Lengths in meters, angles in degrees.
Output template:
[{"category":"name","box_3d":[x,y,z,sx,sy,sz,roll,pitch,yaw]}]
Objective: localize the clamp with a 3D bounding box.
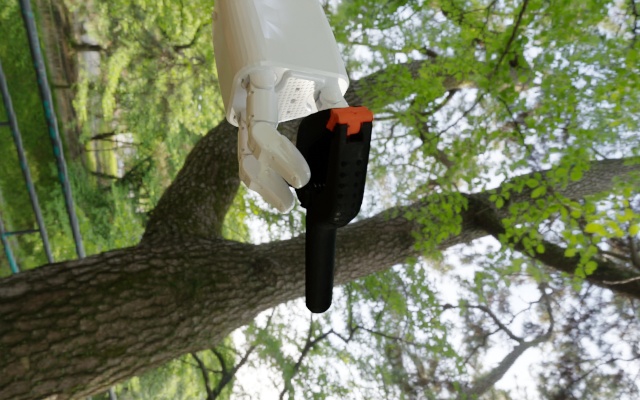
[{"category":"clamp","box_3d":[0.001,0.001,0.407,0.036,0.164,0.210,-10,-20,-21]}]
